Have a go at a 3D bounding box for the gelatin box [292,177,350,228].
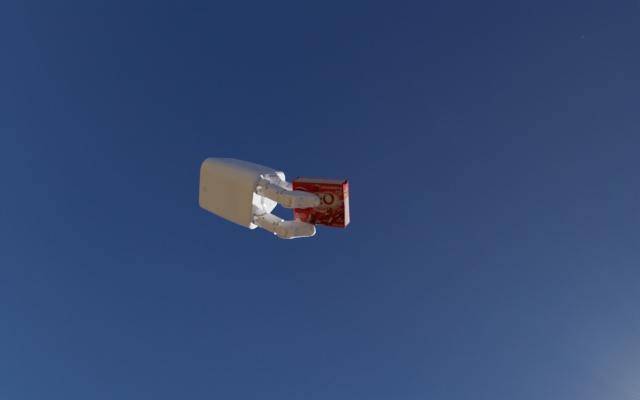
[{"bbox_3d":[0.001,0.002,0.762,0.089,0.073,0.030,4,21,20],"label":"gelatin box"}]
